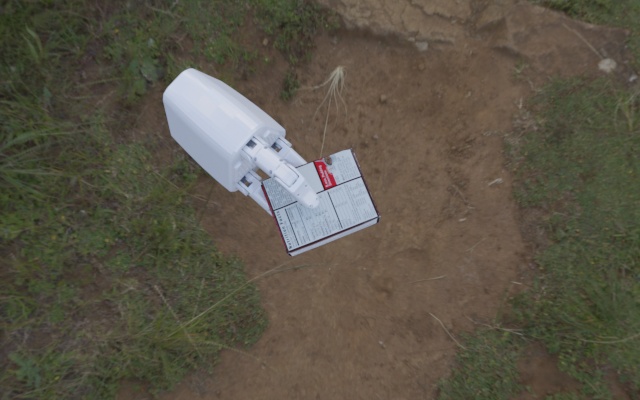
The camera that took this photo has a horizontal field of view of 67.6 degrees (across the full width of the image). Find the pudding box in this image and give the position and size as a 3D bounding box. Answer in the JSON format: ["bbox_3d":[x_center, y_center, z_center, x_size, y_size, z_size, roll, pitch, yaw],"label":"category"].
[{"bbox_3d":[0.000,0.002,0.540,0.113,0.090,0.039,-21,-10,-1],"label":"pudding box"}]
